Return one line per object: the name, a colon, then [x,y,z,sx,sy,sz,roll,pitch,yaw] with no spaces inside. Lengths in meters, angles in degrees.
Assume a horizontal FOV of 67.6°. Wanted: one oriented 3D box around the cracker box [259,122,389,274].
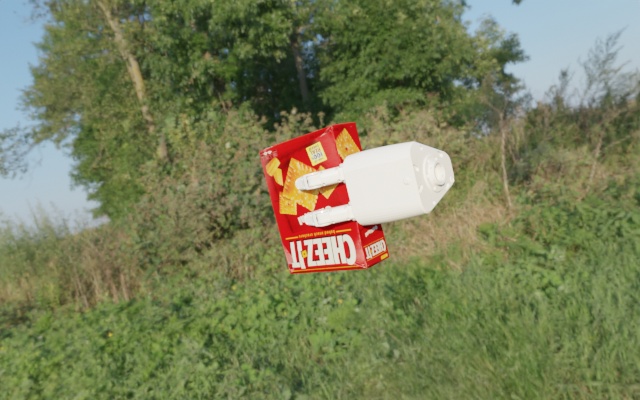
cracker box: [0.000,0.002,0.751,0.164,0.214,0.072,-11,4,42]
